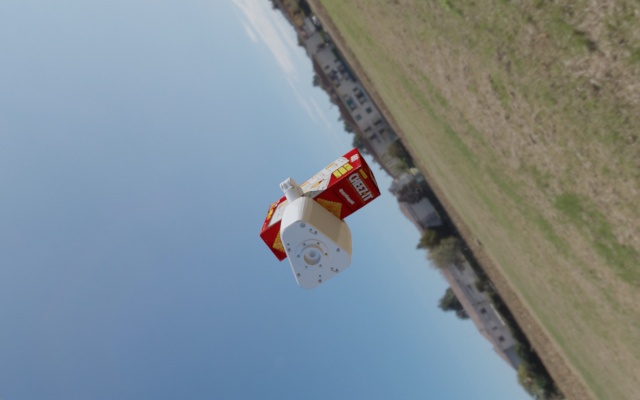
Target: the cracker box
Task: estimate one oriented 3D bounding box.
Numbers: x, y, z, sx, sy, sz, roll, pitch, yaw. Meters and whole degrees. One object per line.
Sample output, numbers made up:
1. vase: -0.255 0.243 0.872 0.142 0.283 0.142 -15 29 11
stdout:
1. cracker box: 0.000 0.003 0.877 0.214 0.072 0.164 -33 14 11
